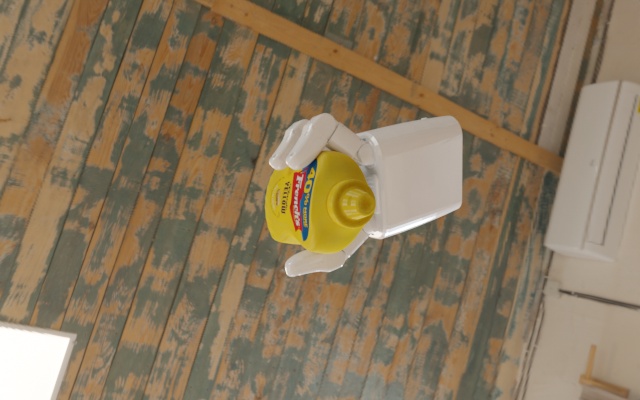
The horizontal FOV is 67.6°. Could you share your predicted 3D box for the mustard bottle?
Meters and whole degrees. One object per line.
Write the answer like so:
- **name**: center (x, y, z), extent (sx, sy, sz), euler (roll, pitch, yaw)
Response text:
- **mustard bottle**: center (0.000, 0.002, 0.463), extent (0.058, 0.096, 0.191), euler (10, -3, -23)
